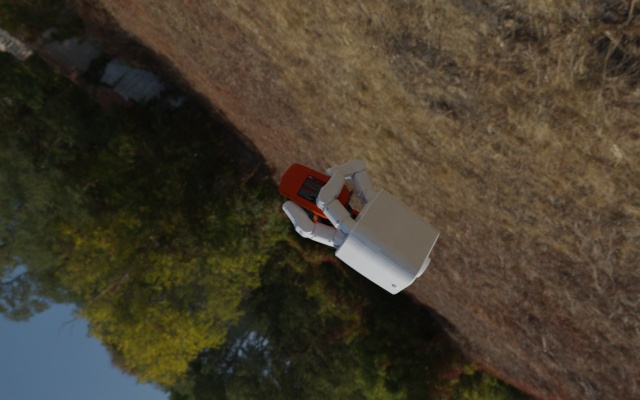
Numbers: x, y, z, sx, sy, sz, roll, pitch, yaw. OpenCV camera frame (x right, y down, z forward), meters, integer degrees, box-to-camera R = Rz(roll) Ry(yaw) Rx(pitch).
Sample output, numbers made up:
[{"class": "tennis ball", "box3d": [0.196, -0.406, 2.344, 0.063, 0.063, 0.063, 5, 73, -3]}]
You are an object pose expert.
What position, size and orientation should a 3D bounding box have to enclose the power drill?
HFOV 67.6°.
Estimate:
[{"class": "power drill", "box3d": [0.000, 0.003, 0.775, 0.184, 0.057, 0.188, 25, -7, 21]}]
